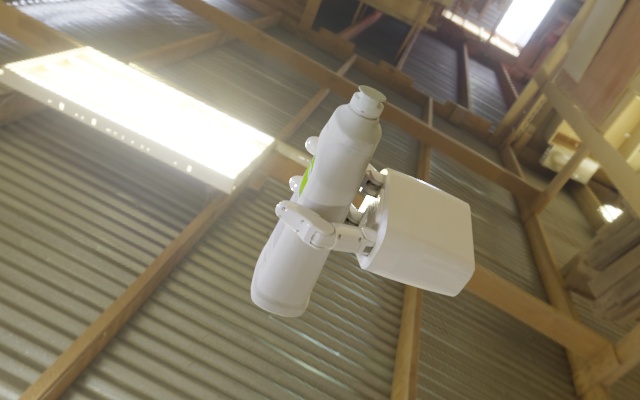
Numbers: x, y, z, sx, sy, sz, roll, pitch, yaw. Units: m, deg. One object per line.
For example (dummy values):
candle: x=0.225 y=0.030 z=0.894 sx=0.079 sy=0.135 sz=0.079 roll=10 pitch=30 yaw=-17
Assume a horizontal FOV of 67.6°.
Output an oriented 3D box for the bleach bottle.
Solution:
bleach bottle: x=0.000 y=0.002 z=0.498 sx=0.068 sy=0.251 sz=0.102 roll=20 pitch=31 yaw=-11
